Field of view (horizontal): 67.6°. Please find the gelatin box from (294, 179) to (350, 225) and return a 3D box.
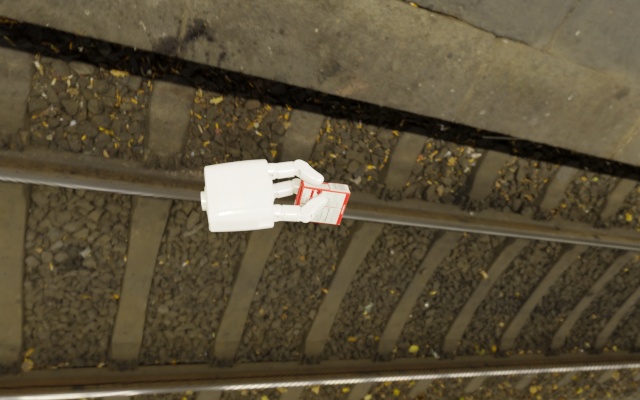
[{"bbox_3d":[0.001,0.003,0.853,0.089,0.073,0.030,7,34,-14],"label":"gelatin box"}]
